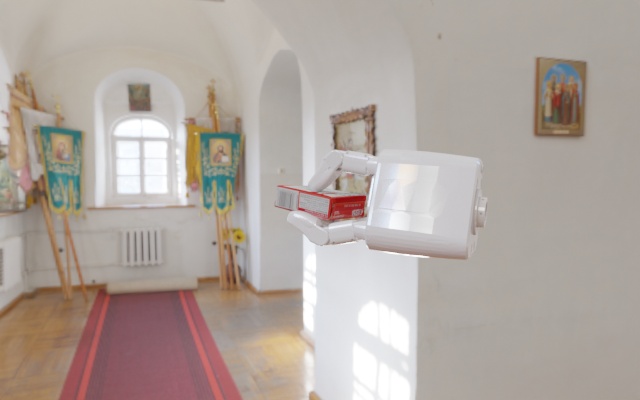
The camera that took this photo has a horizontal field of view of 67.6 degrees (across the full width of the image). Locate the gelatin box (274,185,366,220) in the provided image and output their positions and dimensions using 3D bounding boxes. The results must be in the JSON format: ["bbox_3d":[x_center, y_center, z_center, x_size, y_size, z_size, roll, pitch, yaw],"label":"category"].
[{"bbox_3d":[0.000,0.001,0.590,0.089,0.030,0.073,13,9,36],"label":"gelatin box"}]
